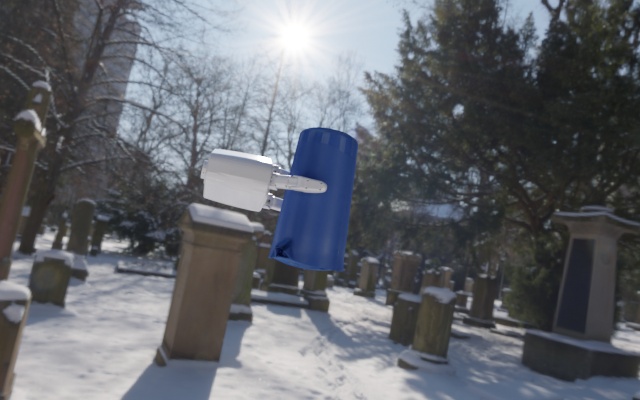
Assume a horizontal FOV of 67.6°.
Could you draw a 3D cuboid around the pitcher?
[{"bbox_3d":[0.000,0.003,0.855,0.145,0.243,0.149,12,-7,-9],"label":"pitcher"}]
